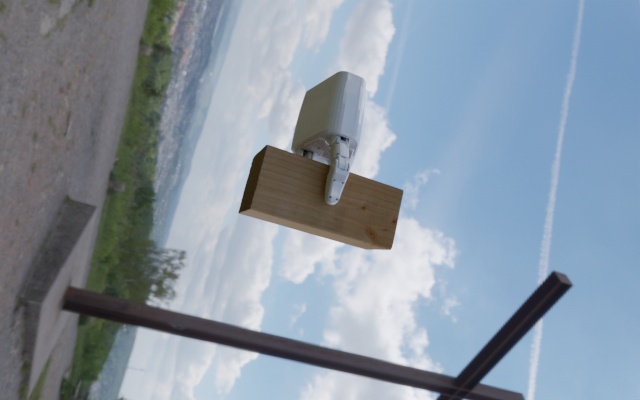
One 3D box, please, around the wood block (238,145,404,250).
[{"bbox_3d":[0.000,0.002,0.678,0.206,0.090,0.091,17,-11,-17],"label":"wood block"}]
